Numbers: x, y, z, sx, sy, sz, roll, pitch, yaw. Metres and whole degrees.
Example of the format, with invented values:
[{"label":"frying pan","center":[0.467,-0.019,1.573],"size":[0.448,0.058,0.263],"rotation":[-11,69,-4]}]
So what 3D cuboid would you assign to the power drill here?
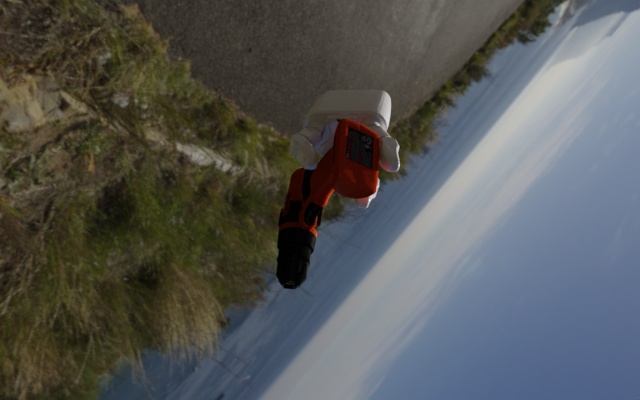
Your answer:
[{"label":"power drill","center":[0.000,0.002,0.601],"size":[0.057,0.184,0.188],"rotation":[20,-37,-21]}]
